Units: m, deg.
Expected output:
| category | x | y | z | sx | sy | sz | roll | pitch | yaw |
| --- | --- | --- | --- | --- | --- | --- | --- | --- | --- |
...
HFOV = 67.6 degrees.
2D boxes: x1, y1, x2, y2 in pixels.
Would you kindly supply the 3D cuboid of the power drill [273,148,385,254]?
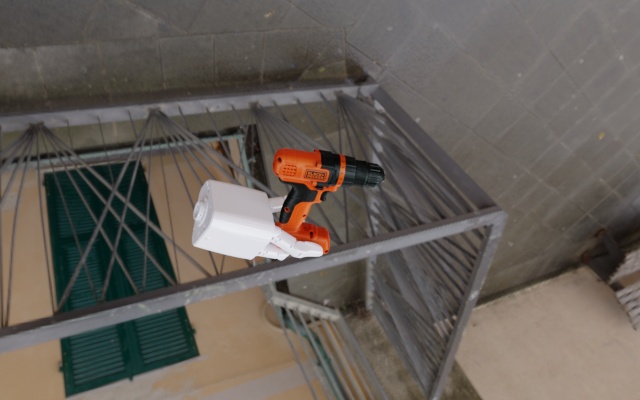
| category | x | y | z | sx | sy | sz | roll | pitch | yaw |
| --- | --- | --- | --- | --- | --- | --- | --- | --- | --- |
| power drill | 0.000 | 0.003 | 0.805 | 0.184 | 0.188 | 0.057 | 9 | 34 | -11 |
